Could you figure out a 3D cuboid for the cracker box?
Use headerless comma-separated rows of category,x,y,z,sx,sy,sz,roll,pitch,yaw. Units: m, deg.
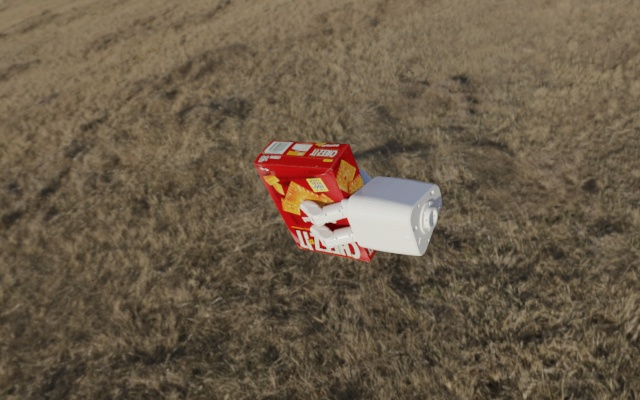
cracker box,0.000,0.002,0.820,0.164,0.214,0.072,8,47,36
